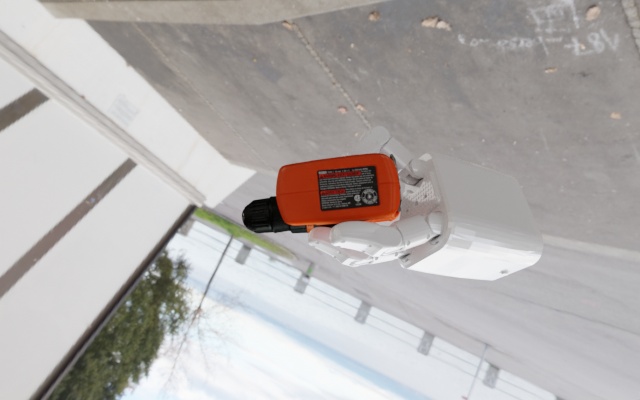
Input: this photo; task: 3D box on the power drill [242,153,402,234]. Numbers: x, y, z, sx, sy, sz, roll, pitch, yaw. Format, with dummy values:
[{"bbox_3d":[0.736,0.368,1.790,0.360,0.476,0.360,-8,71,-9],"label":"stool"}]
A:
[{"bbox_3d":[0.000,0.002,0.488,0.184,0.057,0.187,-8,-5,-1],"label":"power drill"}]
